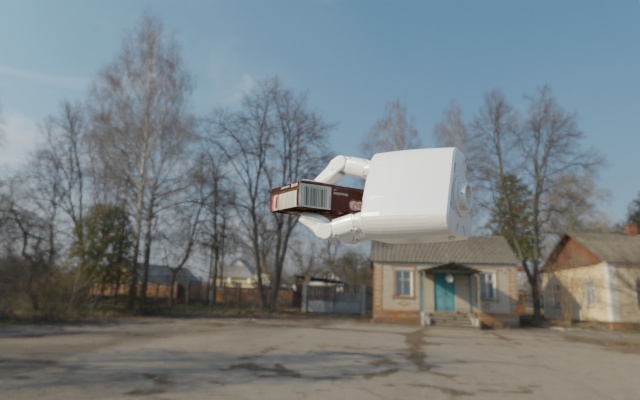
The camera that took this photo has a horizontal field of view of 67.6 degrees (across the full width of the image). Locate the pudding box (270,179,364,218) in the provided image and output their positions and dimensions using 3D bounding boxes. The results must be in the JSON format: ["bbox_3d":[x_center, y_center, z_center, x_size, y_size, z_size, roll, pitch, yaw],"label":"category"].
[{"bbox_3d":[0.000,0.002,0.654,0.113,0.039,0.090,10,-11,-28],"label":"pudding box"}]
